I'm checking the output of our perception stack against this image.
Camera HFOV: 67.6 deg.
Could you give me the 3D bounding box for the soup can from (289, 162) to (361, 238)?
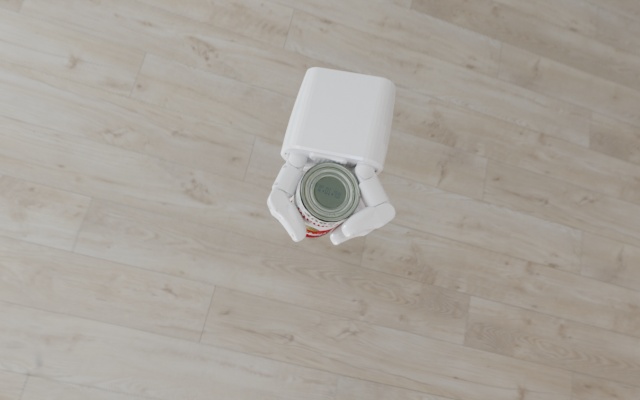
[{"bbox_3d":[0.000,0.002,0.548,0.068,0.068,0.102,0,-13,-13],"label":"soup can"}]
